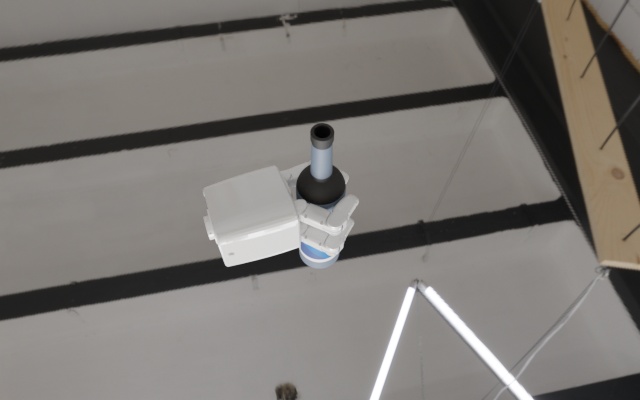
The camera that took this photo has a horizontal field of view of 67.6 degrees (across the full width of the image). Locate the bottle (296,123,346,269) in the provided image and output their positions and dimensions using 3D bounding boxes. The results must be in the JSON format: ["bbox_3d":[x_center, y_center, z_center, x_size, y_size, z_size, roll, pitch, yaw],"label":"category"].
[{"bbox_3d":[0.000,0.002,0.662,0.069,0.069,0.296,0,-33,-1],"label":"bottle"}]
